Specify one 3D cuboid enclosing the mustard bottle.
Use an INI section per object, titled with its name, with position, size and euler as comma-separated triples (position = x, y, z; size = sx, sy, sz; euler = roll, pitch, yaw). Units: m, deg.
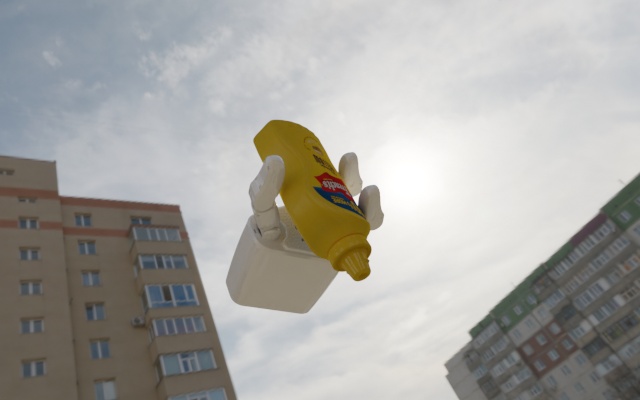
[mustard bottle]
position = 0.000, 0.001, 0.484
size = 0.058, 0.191, 0.096
euler = -42, -39, 17
